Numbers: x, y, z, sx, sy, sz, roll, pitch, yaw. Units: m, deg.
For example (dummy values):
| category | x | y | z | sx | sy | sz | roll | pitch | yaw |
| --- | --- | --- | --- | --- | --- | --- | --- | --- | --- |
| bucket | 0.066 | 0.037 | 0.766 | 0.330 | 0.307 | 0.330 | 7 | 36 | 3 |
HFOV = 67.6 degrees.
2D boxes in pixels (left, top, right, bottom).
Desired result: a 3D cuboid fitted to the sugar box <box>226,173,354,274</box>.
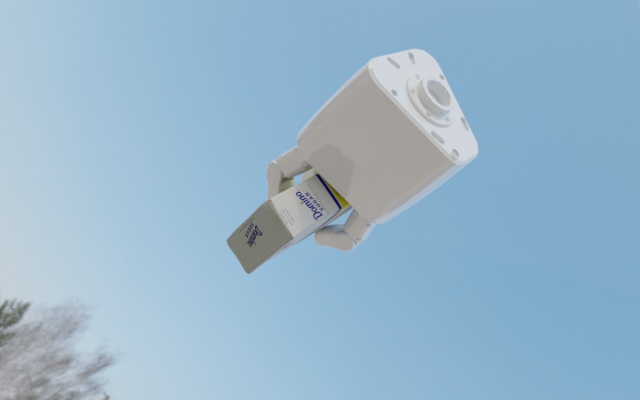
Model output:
| category | x | y | z | sx | sy | sz | roll | pitch | yaw |
| --- | --- | --- | --- | --- | --- | --- | --- | --- | --- |
| sugar box | 0.000 | 0.001 | 0.471 | 0.176 | 0.048 | 0.093 | -27 | -9 | -42 |
